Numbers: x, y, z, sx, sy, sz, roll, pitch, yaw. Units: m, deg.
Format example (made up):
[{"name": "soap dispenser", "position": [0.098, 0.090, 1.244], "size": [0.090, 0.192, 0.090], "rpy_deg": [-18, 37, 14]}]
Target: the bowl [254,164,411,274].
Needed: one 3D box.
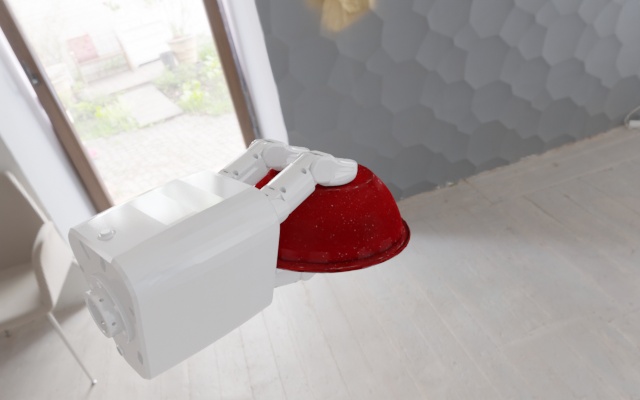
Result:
[{"name": "bowl", "position": [0.001, 0.001, 0.423], "size": [0.162, 0.055, 0.162], "rpy_deg": [1, 21, 0]}]
